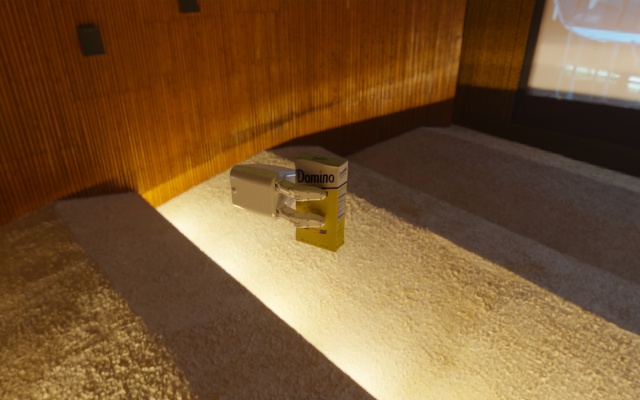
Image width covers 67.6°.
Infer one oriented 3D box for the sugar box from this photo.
[{"bbox_3d":[0.000,0.003,0.897,0.093,0.176,0.048,13,30,27],"label":"sugar box"}]
